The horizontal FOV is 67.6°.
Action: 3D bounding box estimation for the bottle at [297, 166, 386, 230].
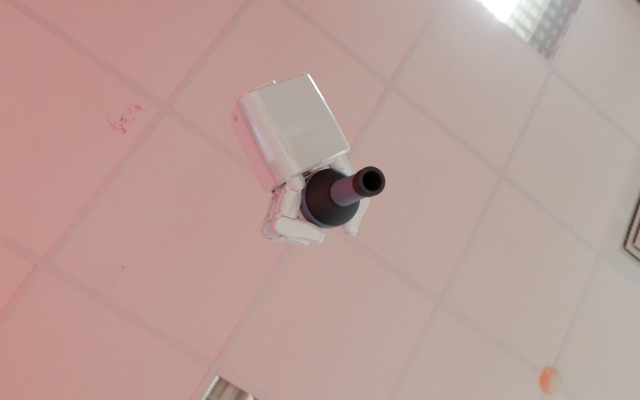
[{"bbox_3d":[0.000,0.002,0.568,0.069,0.069,0.296,0,-8,-19],"label":"bottle"}]
